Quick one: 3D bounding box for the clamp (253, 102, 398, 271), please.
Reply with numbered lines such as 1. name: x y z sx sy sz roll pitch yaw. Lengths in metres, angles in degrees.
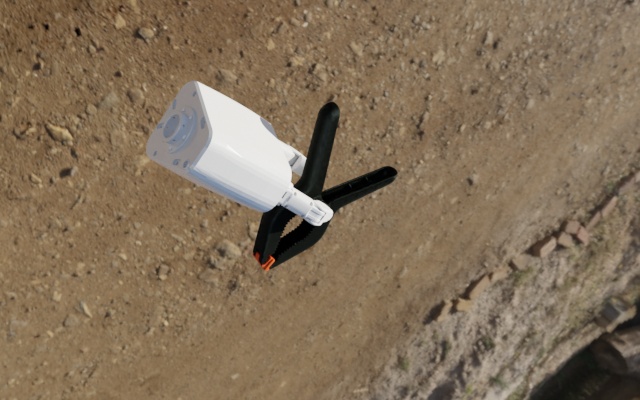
1. clamp: 0.000 0.003 0.587 0.165 0.210 0.036 28 12 -45
